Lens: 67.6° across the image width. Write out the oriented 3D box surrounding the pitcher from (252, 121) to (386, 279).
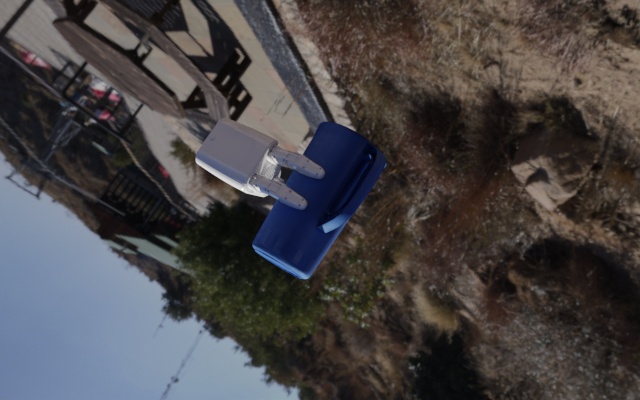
[{"bbox_3d":[0.000,0.002,0.777,0.145,0.242,0.149,28,-13,14],"label":"pitcher"}]
